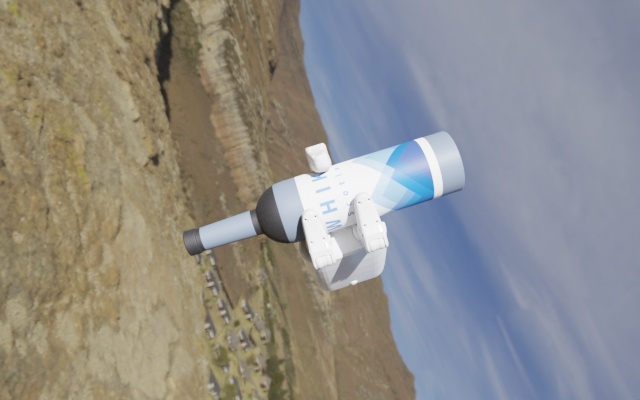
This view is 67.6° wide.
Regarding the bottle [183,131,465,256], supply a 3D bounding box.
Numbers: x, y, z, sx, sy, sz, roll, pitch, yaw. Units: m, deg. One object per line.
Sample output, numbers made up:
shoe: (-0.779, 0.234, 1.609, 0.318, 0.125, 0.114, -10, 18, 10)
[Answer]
bottle: (0.000, 0.002, 0.508, 0.296, 0.069, 0.069, -17, 0, -2)
